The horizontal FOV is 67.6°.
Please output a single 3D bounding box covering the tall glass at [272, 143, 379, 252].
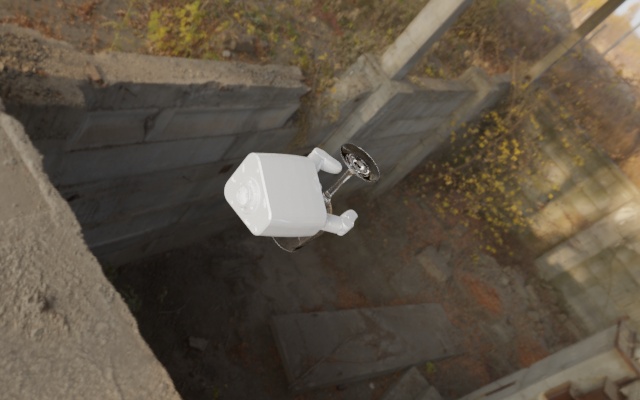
[{"bbox_3d":[0.001,0.002,0.761,0.079,0.079,0.201,0,-37,-47],"label":"tall glass"}]
